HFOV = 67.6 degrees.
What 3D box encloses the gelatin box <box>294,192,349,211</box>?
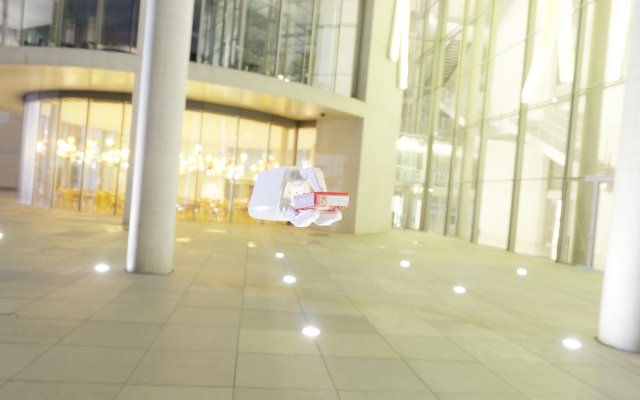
[{"bbox_3d":[0.000,0.002,0.899,0.073,0.030,0.089,3,-7,-29],"label":"gelatin box"}]
